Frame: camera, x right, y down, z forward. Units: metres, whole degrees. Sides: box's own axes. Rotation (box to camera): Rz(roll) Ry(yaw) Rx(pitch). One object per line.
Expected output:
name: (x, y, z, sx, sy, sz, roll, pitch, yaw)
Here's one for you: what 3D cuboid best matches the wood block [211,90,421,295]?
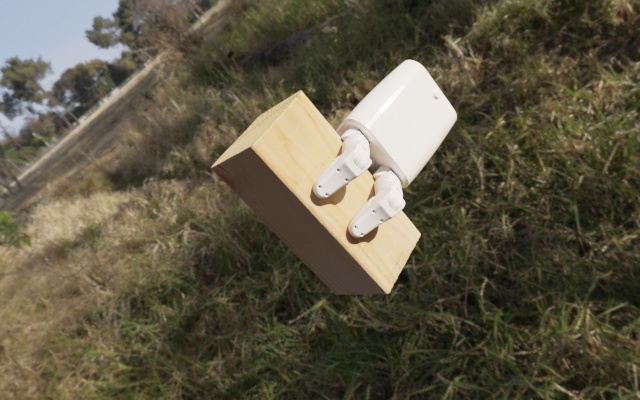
wood block: (0.000, 0.001, 0.509, 0.091, 0.206, 0.090, -15, 33, 53)
